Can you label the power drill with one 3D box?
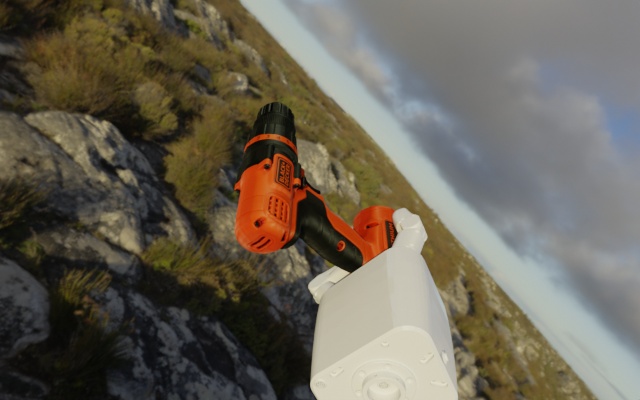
[{"bbox_3d":[0.000,0.002,0.484,0.188,0.184,0.057,32,-50,-29],"label":"power drill"}]
